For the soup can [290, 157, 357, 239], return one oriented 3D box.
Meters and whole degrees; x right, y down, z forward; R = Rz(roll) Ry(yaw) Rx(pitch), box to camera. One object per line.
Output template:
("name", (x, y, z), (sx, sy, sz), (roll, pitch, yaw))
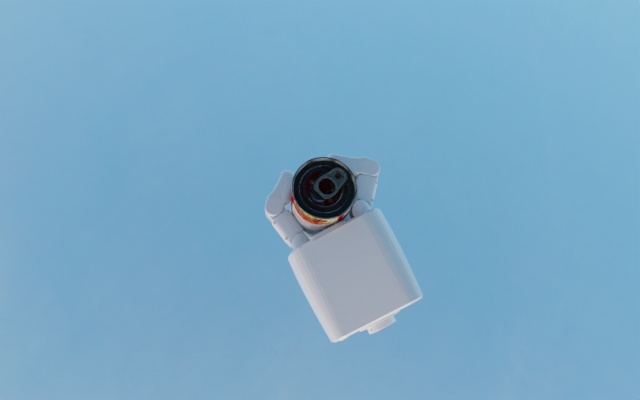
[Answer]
("soup can", (0.000, 0.001, 0.536), (0.068, 0.068, 0.102), (0, -18, -5))
